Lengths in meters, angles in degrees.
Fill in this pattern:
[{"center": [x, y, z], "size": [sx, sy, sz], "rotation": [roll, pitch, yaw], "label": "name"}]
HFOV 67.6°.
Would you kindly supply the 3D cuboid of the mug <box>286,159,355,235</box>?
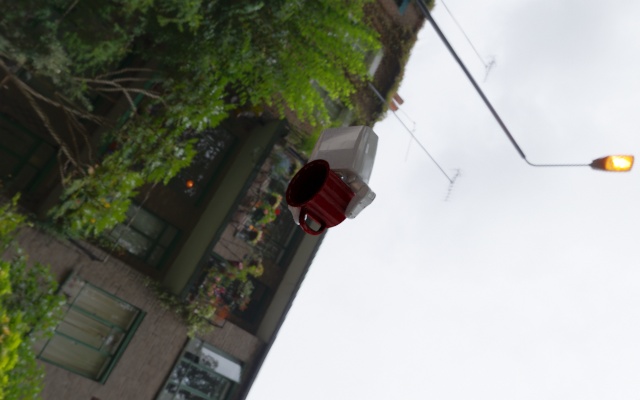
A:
[{"center": [0.000, 0.004, 0.779], "size": [0.093, 0.117, 0.081], "rotation": [-12, -42, 43], "label": "mug"}]
